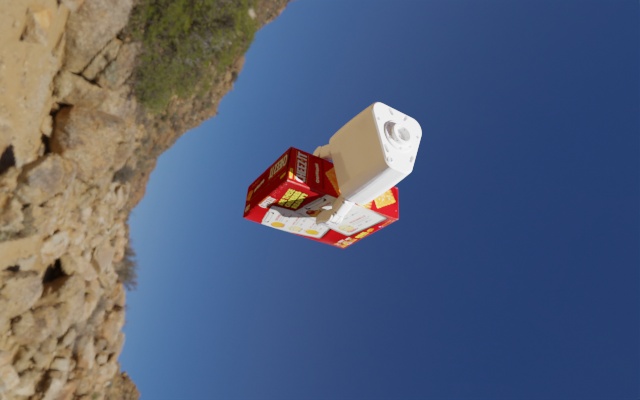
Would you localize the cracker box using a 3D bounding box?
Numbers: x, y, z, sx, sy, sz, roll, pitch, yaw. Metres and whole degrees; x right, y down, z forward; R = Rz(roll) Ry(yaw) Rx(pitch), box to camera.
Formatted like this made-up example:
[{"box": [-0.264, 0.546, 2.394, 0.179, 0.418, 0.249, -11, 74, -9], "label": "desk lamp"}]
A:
[{"box": [0.000, 0.003, 0.818, 0.214, 0.072, 0.164, 20, -32, -26], "label": "cracker box"}]
